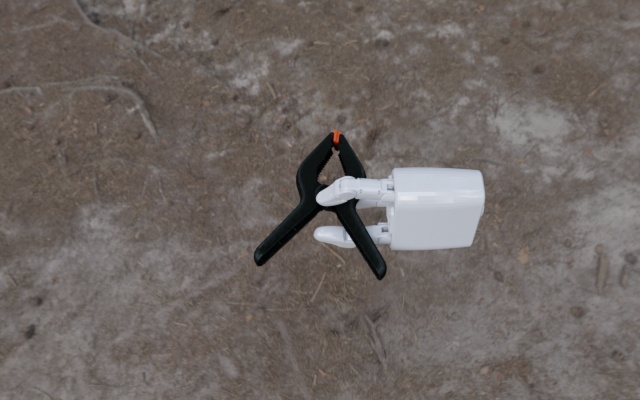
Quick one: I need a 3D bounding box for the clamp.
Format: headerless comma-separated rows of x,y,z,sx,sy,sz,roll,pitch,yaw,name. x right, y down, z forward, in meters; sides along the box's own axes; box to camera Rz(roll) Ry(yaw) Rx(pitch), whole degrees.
0.000,0.001,0.626,0.164,0.210,0.036,0,-26,2,clamp
